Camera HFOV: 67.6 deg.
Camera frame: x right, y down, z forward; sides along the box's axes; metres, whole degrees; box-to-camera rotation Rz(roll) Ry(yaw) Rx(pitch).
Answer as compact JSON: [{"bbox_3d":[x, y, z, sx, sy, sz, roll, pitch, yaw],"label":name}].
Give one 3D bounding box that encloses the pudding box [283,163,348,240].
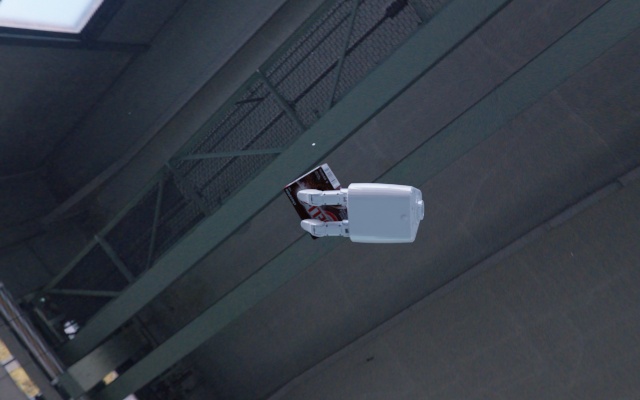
[{"bbox_3d":[0.000,0.003,0.855,0.090,0.113,0.039,-29,2,27],"label":"pudding box"}]
